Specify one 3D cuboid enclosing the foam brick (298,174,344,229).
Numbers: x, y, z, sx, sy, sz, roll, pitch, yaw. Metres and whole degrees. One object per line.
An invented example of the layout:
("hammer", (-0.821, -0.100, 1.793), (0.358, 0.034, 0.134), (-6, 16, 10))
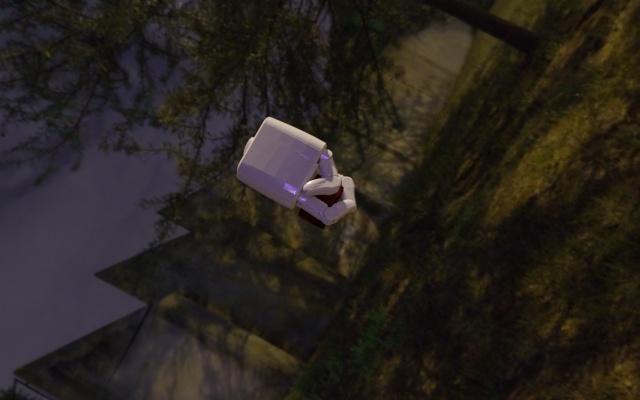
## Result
("foam brick", (0.000, 0.003, 0.806), (0.051, 0.053, 0.078), (27, -29, 2))
